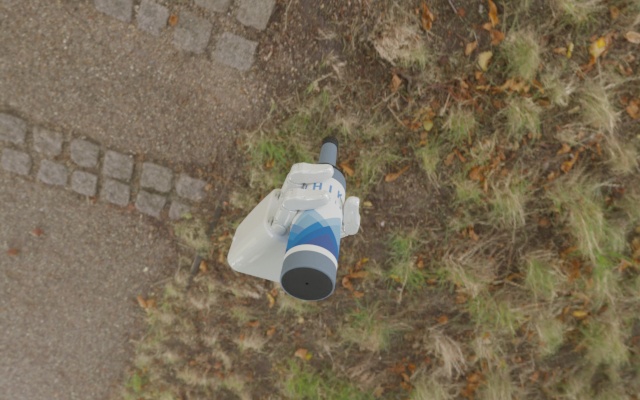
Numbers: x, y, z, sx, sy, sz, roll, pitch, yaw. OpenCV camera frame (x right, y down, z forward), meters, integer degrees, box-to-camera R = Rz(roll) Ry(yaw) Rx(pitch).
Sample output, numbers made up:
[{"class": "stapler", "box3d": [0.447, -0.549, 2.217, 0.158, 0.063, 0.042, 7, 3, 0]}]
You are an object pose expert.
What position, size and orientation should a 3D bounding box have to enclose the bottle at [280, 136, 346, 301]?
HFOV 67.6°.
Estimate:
[{"class": "bottle", "box3d": [0.000, 0.002, 0.674, 0.069, 0.069, 0.295, 0, 41, 8]}]
